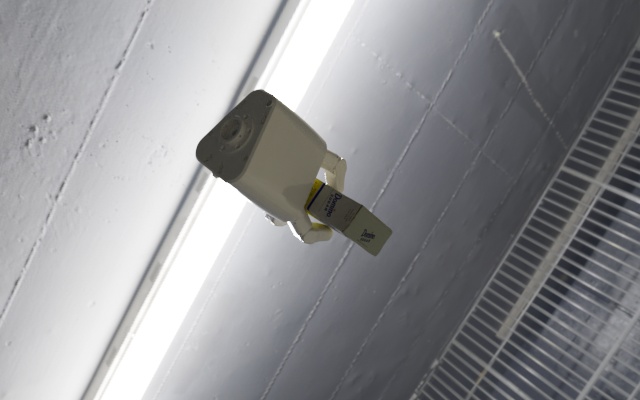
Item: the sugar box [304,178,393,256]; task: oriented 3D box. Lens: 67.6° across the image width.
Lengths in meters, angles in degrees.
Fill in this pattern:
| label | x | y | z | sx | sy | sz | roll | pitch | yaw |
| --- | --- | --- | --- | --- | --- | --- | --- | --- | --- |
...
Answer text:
| label | x | y | z | sx | sy | sz | roll | pitch | yaw |
| --- | --- | --- | --- | --- | --- | --- | --- | --- | --- |
| sugar box | 0.000 | 0.002 | 0.614 | 0.176 | 0.048 | 0.093 | 35 | -1 | 39 |
